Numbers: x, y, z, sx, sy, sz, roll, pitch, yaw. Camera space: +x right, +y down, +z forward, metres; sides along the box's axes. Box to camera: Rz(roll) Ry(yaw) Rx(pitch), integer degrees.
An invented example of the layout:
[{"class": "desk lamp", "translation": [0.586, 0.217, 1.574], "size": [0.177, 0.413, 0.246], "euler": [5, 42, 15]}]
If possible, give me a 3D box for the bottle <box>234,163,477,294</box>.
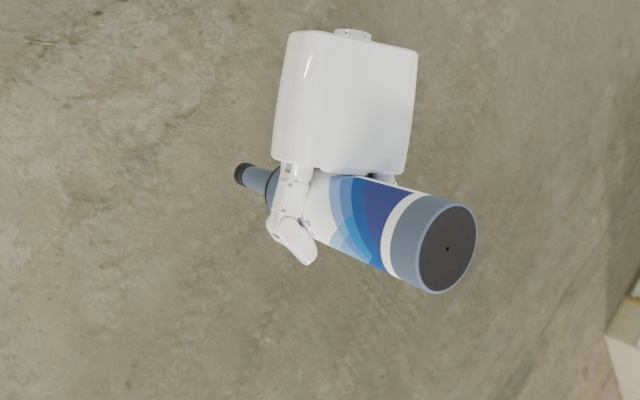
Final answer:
[{"class": "bottle", "translation": [0.000, 0.002, 0.444], "size": [0.069, 0.069, 0.295], "euler": [0, 13, -38]}]
